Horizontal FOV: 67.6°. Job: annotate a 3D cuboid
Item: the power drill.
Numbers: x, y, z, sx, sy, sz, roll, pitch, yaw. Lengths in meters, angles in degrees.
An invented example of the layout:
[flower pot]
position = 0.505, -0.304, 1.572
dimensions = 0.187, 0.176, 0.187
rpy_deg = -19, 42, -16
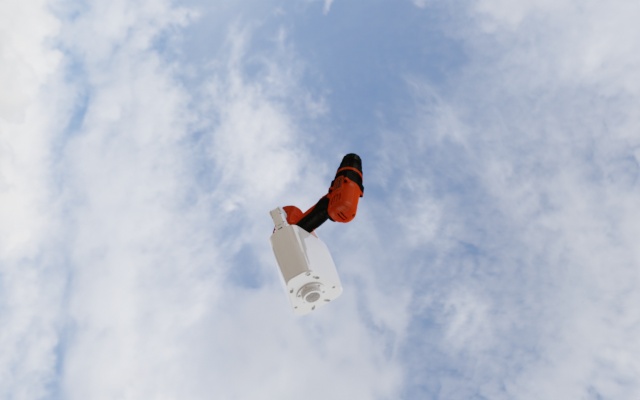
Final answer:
[power drill]
position = 0.000, 0.003, 0.892
dimensions = 0.188, 0.057, 0.184
rpy_deg = -36, 22, 30
